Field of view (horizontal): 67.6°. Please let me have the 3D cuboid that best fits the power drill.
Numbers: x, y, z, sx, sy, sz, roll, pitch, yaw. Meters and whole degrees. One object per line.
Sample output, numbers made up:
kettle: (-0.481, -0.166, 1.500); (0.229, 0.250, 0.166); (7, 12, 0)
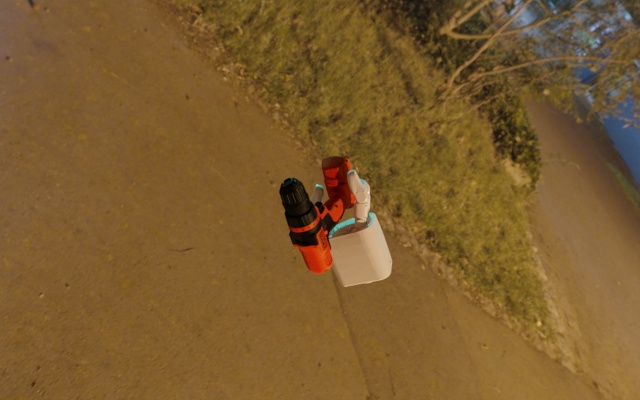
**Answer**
power drill: (0.000, 0.003, 0.823); (0.057, 0.184, 0.187); (2, 38, 28)
